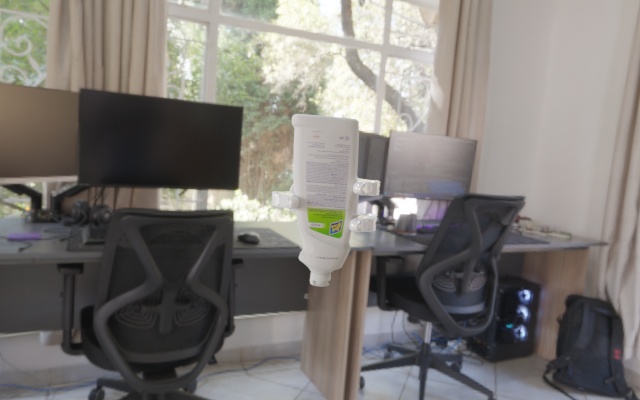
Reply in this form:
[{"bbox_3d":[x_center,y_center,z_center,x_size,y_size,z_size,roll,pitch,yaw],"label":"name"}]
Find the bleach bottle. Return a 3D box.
[{"bbox_3d":[0.000,0.002,0.713,0.102,0.251,0.068,5,6,0],"label":"bleach bottle"}]
